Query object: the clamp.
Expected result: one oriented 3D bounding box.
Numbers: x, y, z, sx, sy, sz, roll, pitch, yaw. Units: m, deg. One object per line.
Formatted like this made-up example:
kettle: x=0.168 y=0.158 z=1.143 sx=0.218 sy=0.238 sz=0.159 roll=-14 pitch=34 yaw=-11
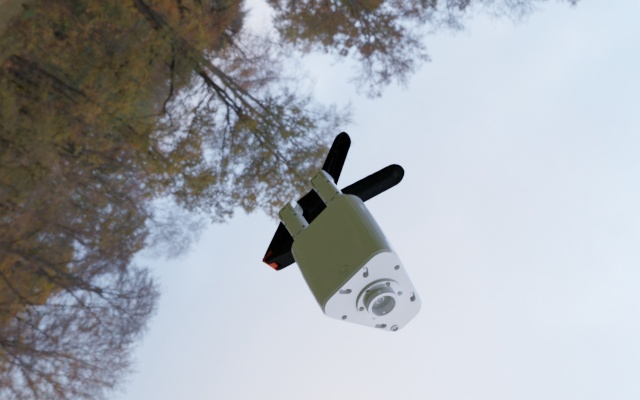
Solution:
clamp: x=0.000 y=0.003 z=0.624 sx=0.036 sy=0.210 sz=0.164 roll=40 pitch=10 yaw=-30
